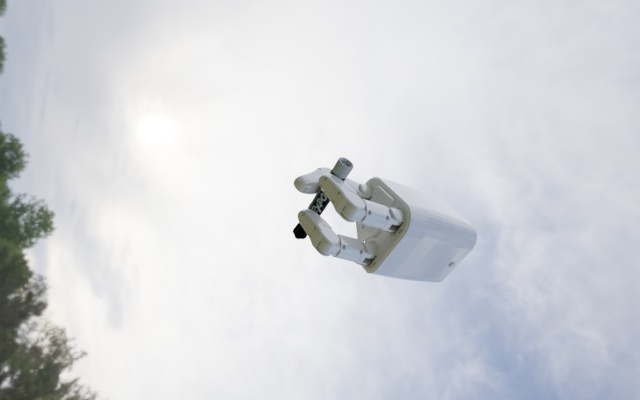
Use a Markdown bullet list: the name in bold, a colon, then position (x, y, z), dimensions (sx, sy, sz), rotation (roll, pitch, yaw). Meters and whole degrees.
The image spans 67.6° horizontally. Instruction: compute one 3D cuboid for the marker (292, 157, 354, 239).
- **marker**: position (0.000, 0.002, 0.542), dimensions (0.020, 0.020, 0.121), rotation (0, -44, -40)
